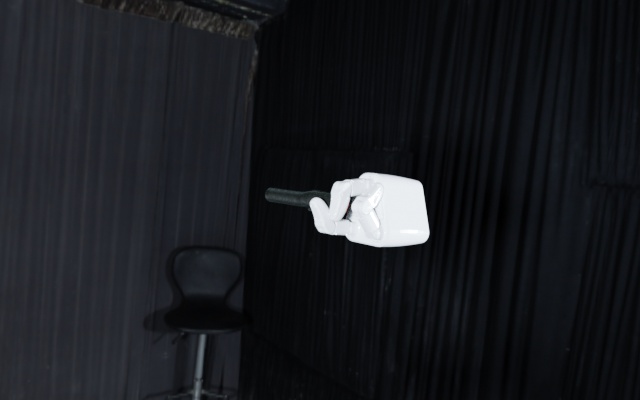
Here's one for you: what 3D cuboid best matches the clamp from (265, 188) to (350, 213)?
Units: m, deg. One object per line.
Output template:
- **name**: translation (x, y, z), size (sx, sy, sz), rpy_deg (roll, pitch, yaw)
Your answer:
- **clamp**: translation (0.000, 0.002, 0.792), size (0.120, 0.039, 0.171), rpy_deg (4, 4, -41)
